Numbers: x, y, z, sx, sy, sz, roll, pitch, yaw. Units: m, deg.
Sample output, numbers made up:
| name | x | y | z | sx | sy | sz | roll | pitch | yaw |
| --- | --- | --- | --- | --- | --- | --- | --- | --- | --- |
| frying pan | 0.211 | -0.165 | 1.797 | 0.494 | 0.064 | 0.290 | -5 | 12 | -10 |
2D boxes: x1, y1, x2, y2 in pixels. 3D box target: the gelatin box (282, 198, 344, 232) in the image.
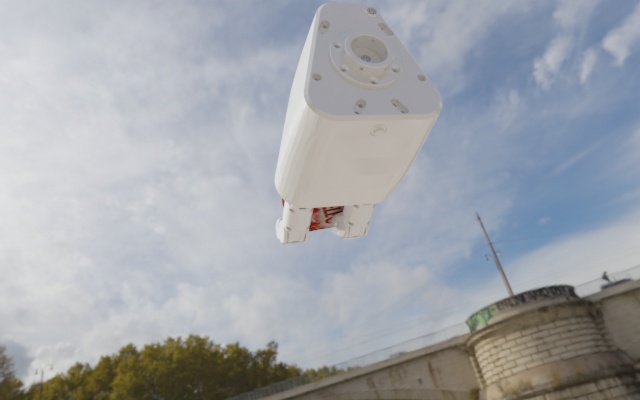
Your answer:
| name | x | y | z | sx | sy | sz | roll | pitch | yaw |
| --- | --- | --- | --- | --- | --- | --- | --- | --- | --- |
| gelatin box | 0.000 | 0.001 | 0.462 | 0.073 | 0.030 | 0.089 | -10 | -23 | -4 |
